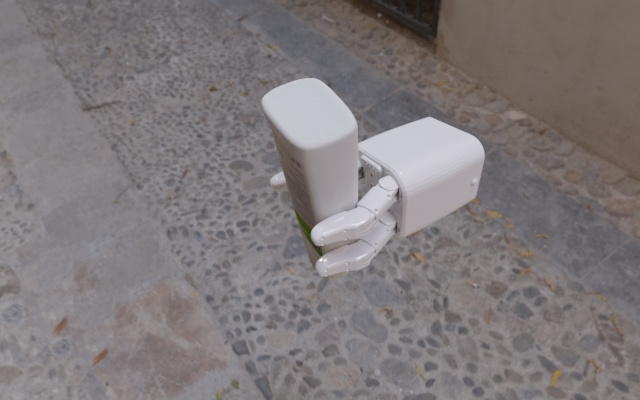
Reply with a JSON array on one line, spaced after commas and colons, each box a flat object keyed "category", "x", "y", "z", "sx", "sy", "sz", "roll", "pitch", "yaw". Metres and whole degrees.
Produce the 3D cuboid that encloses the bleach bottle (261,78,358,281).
[{"category": "bleach bottle", "x": 0.000, "y": 0.002, "z": 0.519, "sx": 0.068, "sy": 0.251, "sz": 0.102, "roll": -24, "pitch": 50, "yaw": -15}]
